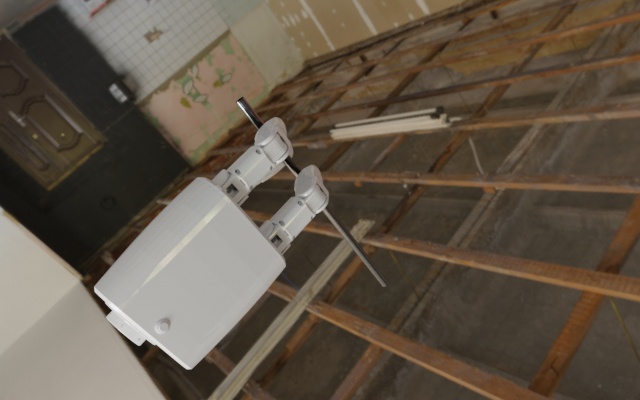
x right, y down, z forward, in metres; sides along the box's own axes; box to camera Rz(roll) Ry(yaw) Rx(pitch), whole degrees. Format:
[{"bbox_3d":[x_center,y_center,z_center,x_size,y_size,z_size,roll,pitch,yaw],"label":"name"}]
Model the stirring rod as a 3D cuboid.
[{"bbox_3d":[0.000,0.001,0.449,0.011,0.240,0.011,-30,26,17],"label":"stirring rod"}]
